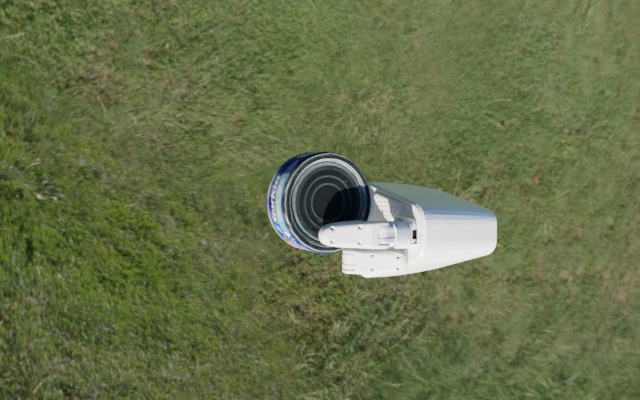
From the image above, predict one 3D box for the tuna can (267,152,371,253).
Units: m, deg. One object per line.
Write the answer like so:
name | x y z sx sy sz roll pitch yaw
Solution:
tuna can | 0.000 0.001 0.406 0.086 0.086 0.034 0 2 -29
